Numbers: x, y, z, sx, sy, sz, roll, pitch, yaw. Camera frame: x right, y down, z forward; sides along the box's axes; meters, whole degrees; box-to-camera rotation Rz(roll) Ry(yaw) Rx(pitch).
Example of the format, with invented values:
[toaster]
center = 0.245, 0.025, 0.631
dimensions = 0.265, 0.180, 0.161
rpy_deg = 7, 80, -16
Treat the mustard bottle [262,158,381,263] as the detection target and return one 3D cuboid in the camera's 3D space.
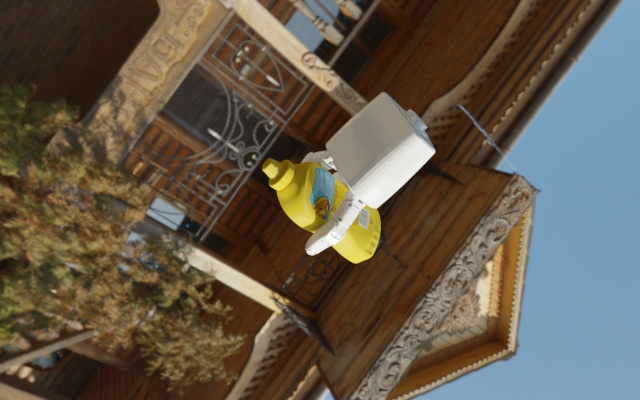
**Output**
[mustard bottle]
center = 0.000, 0.002, 0.650
dimensions = 0.192, 0.096, 0.058
rpy_deg = 36, -44, -29
